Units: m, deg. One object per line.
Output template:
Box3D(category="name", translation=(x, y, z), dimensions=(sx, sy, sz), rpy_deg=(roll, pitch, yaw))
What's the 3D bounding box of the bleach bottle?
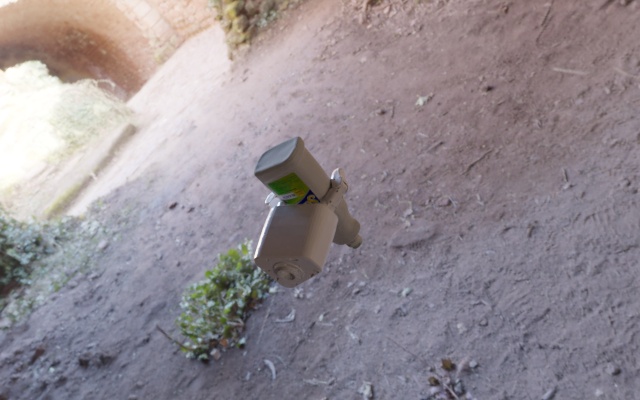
Box3D(category="bleach bottle", translation=(0.000, 0.003, 0.847), dimensions=(0.102, 0.068, 0.251), rpy_deg=(-19, -51, 36))
